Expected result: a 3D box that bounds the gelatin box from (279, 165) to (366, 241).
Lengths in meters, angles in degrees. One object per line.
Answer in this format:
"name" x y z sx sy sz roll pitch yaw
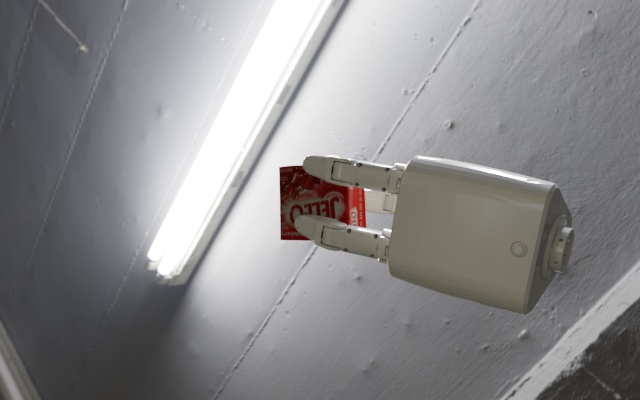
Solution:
"gelatin box" 0.000 0.001 0.452 0.089 0.073 0.030 -2 -1 41
